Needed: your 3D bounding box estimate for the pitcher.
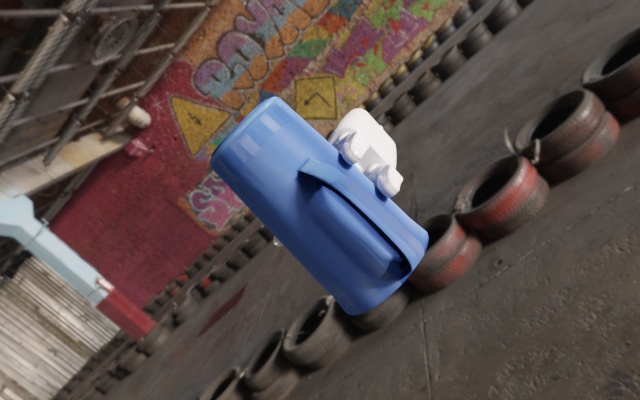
[{"bbox_3d":[0.000,0.002,0.534,0.149,0.243,0.145,-41,11,27],"label":"pitcher"}]
